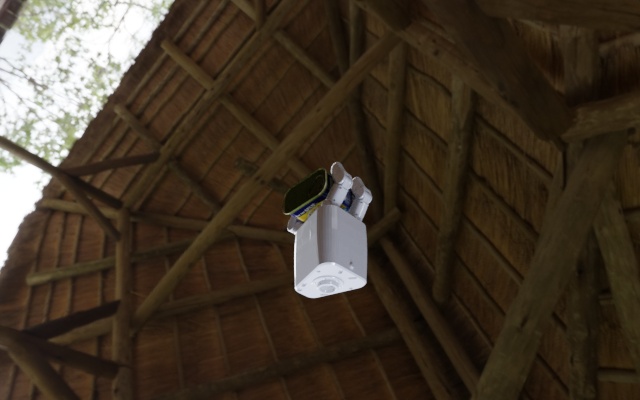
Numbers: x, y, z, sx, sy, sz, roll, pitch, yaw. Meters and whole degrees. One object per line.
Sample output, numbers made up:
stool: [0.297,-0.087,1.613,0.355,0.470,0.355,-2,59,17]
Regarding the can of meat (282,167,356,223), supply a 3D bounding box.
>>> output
can of meat: [0.000,0.003,0.815,0.102,0.057,0.084,-32,-49,31]
